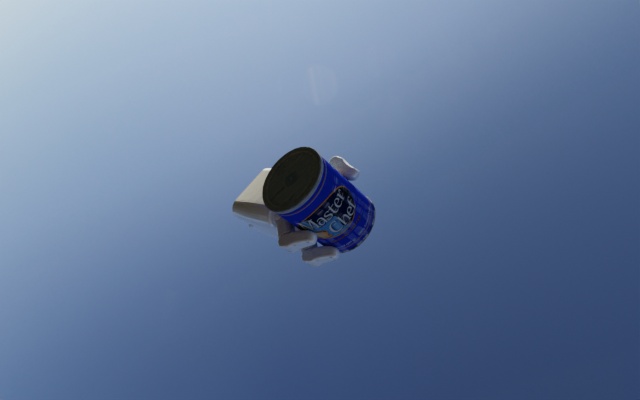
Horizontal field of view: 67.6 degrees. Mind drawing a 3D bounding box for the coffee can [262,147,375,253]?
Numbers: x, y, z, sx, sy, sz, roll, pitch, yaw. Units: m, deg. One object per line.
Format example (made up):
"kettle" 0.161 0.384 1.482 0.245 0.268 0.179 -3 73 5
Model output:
"coffee can" 0.000 0.002 0.692 0.103 0.102 0.140 0 -28 42
